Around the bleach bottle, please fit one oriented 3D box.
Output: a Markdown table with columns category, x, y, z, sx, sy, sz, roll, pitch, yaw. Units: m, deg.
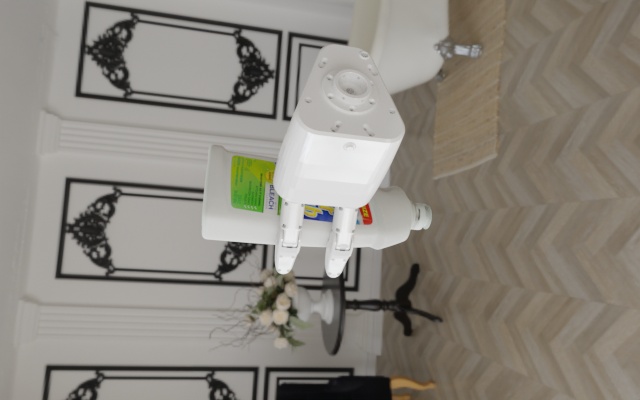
| category | x | y | z | sx | sy | sz | roll | pitch | yaw |
| --- | --- | --- | --- | --- | --- | --- | --- | --- | --- |
| bleach bottle | 0.000 | 0.002 | 0.532 | 0.251 | 0.102 | 0.068 | 5 | -31 | -12 |
